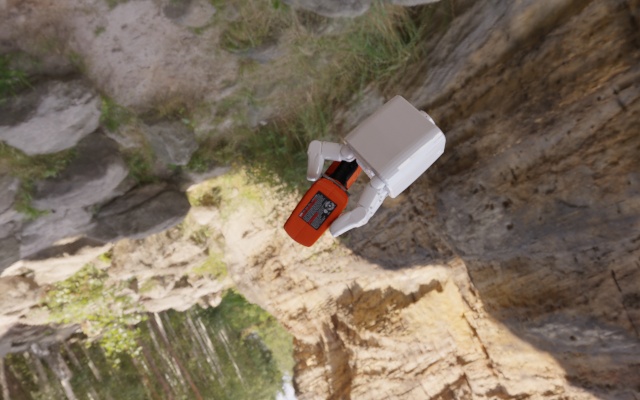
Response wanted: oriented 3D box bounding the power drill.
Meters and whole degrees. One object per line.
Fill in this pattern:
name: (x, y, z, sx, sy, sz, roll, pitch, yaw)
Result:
power drill: (0.000, 0.002, 0.761, 0.057, 0.184, 0.187, 35, 22, -2)
